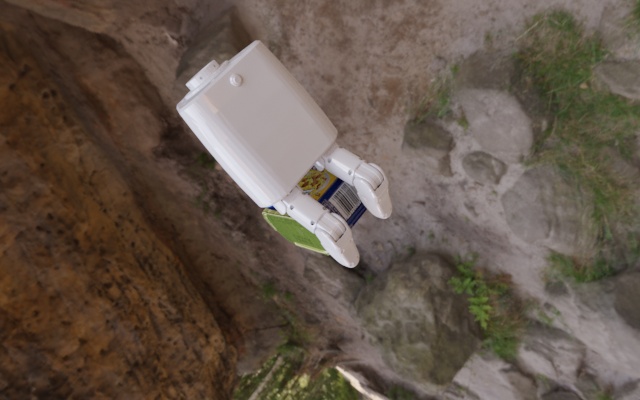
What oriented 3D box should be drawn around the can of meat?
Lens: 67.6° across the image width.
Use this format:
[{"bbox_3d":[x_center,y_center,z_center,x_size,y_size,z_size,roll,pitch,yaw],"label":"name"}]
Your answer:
[{"bbox_3d":[0.000,0.002,0.474,0.057,0.084,0.102,50,-21,-24],"label":"can of meat"}]
